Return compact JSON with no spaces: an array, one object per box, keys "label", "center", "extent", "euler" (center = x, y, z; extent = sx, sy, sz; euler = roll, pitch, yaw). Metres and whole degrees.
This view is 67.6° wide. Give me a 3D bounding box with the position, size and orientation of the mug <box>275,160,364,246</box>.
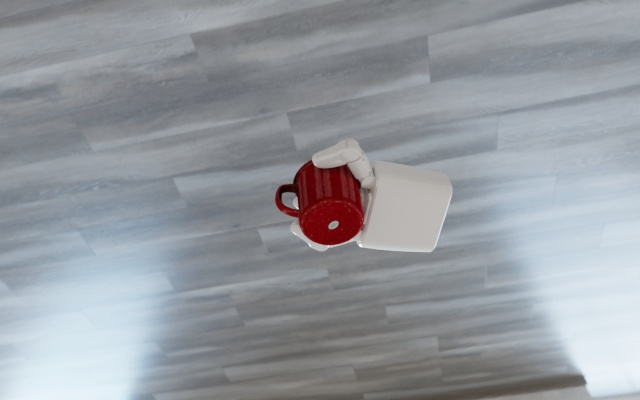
[{"label":"mug","center":[-0.001,0.002,0.615],"extent":[0.117,0.093,0.081],"euler":[6,40,-10]}]
